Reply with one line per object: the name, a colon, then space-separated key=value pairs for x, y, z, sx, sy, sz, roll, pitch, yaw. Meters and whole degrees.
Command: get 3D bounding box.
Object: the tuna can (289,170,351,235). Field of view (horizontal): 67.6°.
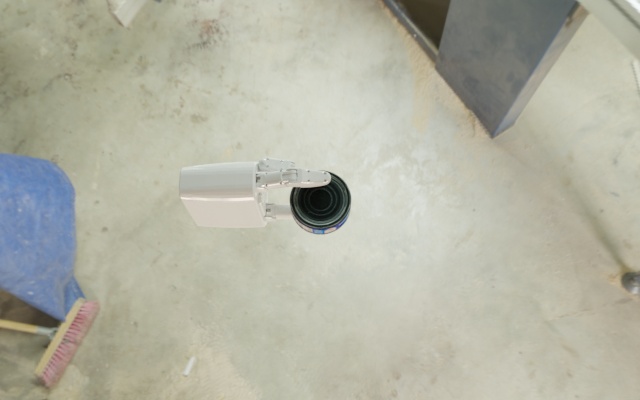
tuna can: x=0.000 y=0.002 z=0.659 sx=0.086 sy=0.086 sz=0.034 roll=0 pitch=-16 yaw=0
